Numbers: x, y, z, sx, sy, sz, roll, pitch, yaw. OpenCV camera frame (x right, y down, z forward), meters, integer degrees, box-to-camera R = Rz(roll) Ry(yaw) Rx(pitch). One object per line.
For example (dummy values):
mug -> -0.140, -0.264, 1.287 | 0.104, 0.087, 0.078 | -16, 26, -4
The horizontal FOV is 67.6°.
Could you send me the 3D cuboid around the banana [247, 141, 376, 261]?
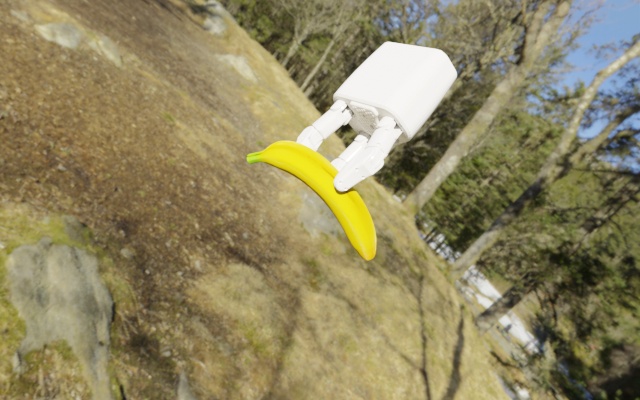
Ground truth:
banana -> 0.006, -0.008, 0.564 | 0.070, 0.198, 0.037 | -42, 9, 50
